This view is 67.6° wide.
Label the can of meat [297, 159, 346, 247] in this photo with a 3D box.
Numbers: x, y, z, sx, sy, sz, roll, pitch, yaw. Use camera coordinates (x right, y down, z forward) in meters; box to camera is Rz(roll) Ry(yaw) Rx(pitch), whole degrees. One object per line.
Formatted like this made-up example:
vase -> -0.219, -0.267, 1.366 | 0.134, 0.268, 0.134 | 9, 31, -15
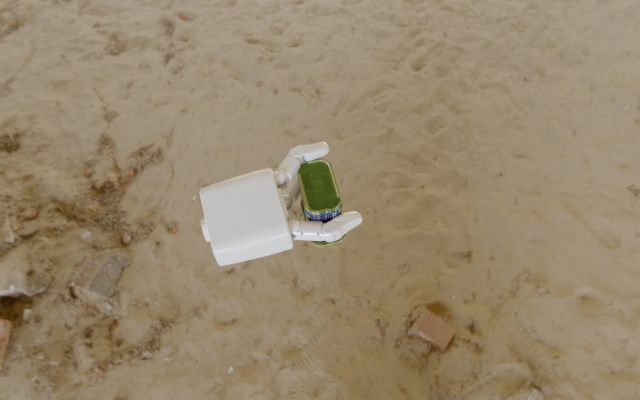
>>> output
can of meat -> 0.000, 0.002, 0.701 | 0.057, 0.102, 0.084 | -13, -37, -4
